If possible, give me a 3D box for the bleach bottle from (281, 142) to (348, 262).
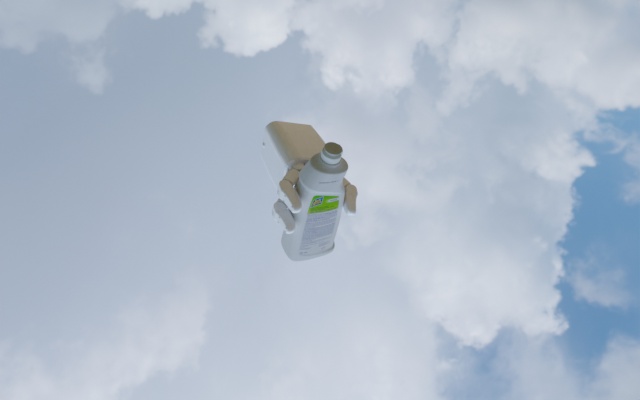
[{"bbox_3d":[0.000,0.003,0.805,0.102,0.068,0.251,-14,-36,-27],"label":"bleach bottle"}]
